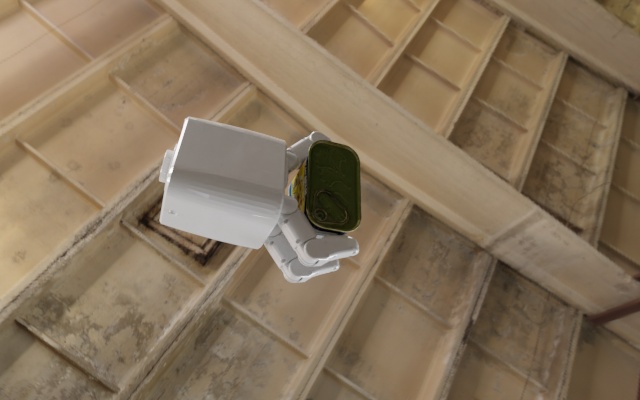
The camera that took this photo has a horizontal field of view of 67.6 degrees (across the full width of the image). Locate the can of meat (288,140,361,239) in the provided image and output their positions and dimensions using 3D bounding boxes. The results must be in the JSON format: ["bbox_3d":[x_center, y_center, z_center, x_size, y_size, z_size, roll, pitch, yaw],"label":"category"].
[{"bbox_3d":[0.000,0.002,0.511,0.057,0.102,0.084,11,-30,-18],"label":"can of meat"}]
